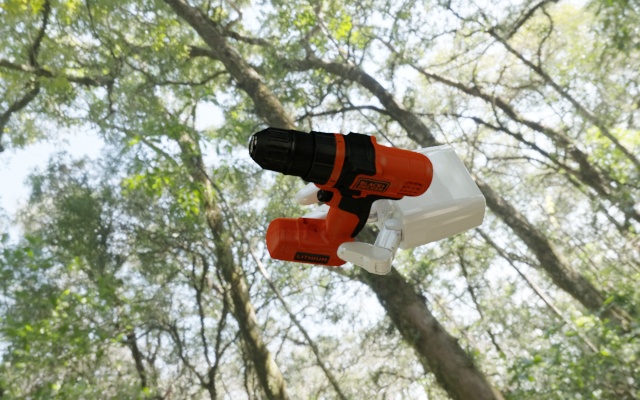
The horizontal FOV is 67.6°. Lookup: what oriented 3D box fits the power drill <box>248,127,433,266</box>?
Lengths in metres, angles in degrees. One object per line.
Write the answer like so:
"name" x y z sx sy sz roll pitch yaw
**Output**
"power drill" 0.000 0.002 0.508 0.184 0.057 0.188 10 -36 -17
